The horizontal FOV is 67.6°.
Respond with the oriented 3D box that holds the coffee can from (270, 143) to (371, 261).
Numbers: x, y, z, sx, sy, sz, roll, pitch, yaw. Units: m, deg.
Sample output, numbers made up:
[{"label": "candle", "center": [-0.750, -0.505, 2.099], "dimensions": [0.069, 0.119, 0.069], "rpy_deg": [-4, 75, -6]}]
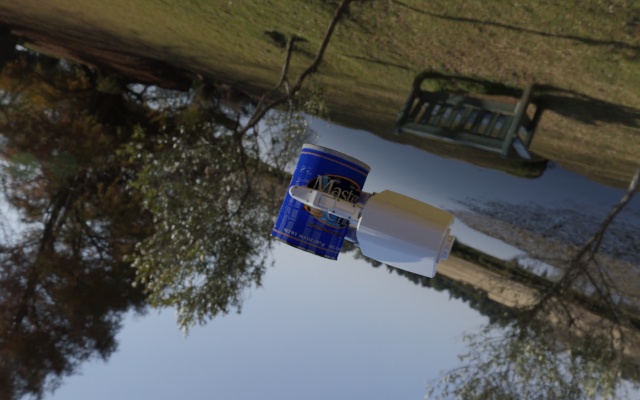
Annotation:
[{"label": "coffee can", "center": [0.000, 0.002, 0.681], "dimensions": [0.103, 0.140, 0.103], "rpy_deg": [20, -2, 1]}]
